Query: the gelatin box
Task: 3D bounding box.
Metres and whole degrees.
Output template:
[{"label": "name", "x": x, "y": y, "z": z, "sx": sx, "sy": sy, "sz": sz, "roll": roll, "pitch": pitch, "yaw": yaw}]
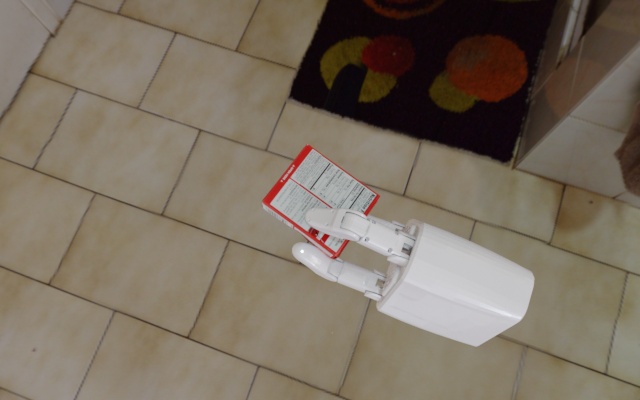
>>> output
[{"label": "gelatin box", "x": 0.000, "y": 0.001, "z": 0.458, "sx": 0.089, "sy": 0.073, "sz": 0.030, "roll": 36, "pitch": -14, "yaw": 2}]
